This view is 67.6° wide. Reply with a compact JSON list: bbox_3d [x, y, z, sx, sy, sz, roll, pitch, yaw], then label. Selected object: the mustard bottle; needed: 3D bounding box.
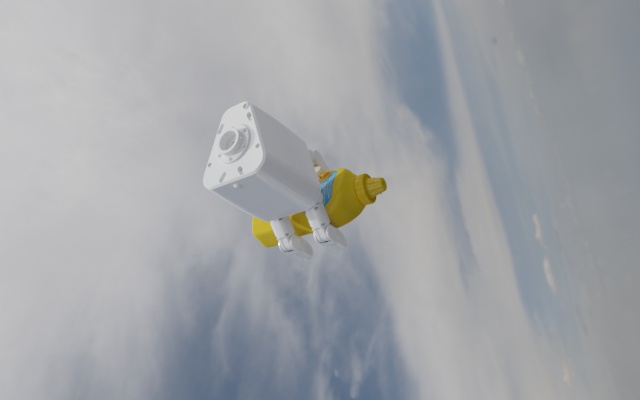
[{"bbox_3d":[0.000,0.002,0.652,0.191,0.058,0.096,-17,36,29],"label":"mustard bottle"}]
